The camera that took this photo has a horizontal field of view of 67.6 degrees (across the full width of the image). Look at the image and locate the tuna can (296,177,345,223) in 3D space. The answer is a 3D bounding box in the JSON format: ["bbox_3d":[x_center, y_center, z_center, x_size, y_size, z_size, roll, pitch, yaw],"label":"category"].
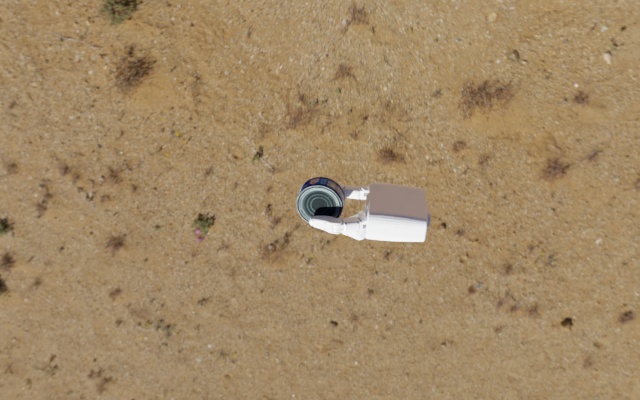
[{"bbox_3d":[0.000,0.003,0.860,0.086,0.086,0.033,0,28,11],"label":"tuna can"}]
